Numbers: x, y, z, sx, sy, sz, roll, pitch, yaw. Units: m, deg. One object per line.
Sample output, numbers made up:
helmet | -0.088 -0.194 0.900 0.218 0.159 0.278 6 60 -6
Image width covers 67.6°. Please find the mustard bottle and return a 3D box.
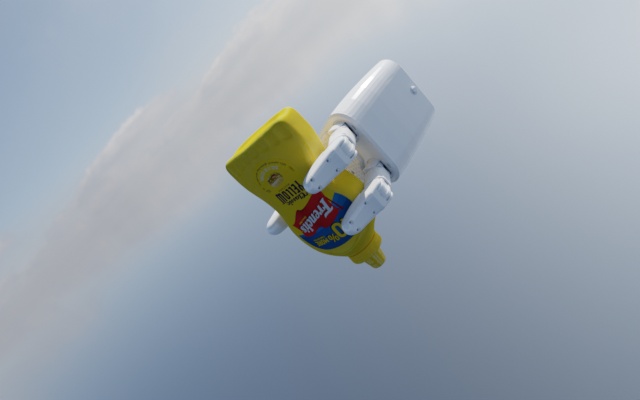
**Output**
mustard bottle | 0.000 0.002 0.492 0.096 0.192 0.058 -34 19 34
